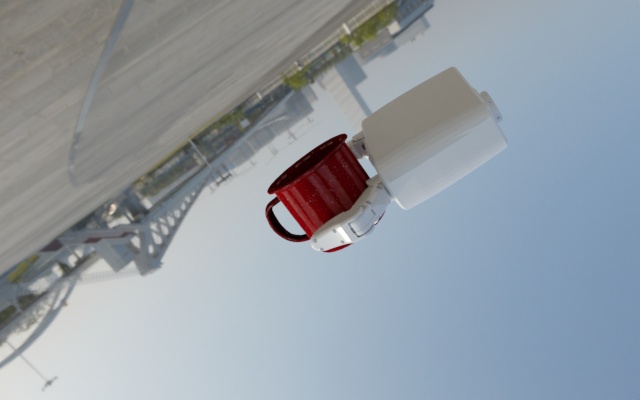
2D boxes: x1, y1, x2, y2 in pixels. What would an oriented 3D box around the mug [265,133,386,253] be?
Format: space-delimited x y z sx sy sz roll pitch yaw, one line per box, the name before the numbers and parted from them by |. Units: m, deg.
mug | -0.001 0.002 0.463 0.117 0.081 0.093 -32 14 19
